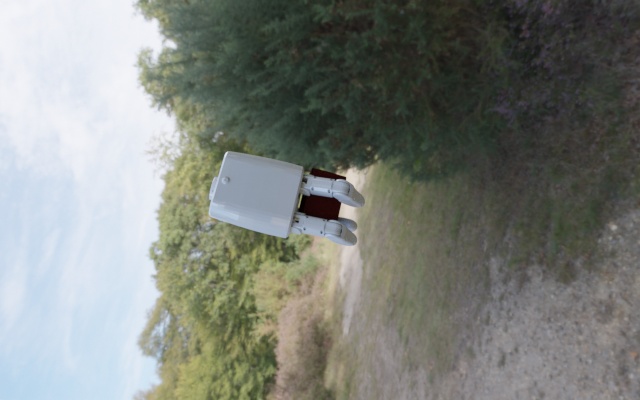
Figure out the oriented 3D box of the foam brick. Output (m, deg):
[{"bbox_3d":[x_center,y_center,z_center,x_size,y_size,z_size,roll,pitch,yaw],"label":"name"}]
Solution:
[{"bbox_3d":[0.000,0.002,0.668,0.051,0.078,0.053,15,-18,-6],"label":"foam brick"}]
